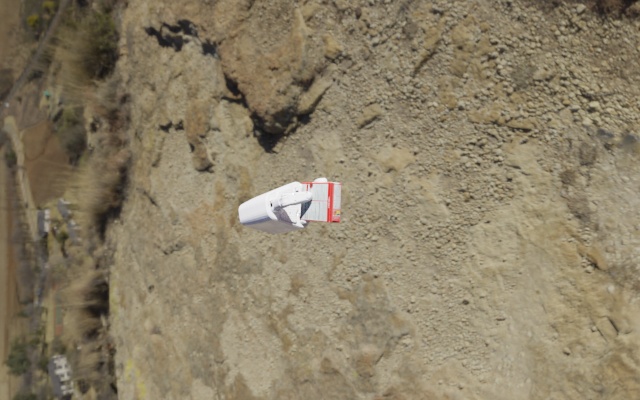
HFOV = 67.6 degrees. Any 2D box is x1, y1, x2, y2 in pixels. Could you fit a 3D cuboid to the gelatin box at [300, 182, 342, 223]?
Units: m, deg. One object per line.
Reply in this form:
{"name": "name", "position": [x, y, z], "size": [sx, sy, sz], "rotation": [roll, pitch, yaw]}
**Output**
{"name": "gelatin box", "position": [0.000, 0.003, 0.896], "size": [0.030, 0.073, 0.089], "rotation": [3, -1, -40]}
